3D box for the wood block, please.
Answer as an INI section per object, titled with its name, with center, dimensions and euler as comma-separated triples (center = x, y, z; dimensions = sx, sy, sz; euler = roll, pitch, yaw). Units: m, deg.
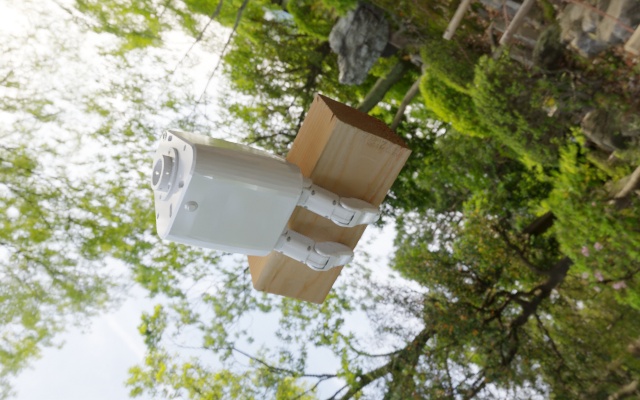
[wood block]
center = 0.000, 0.002, 0.531
dimensions = 0.090, 0.206, 0.090
euler = 18, 24, -25
